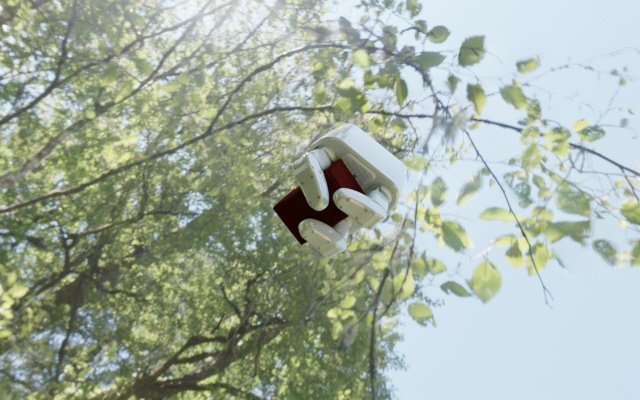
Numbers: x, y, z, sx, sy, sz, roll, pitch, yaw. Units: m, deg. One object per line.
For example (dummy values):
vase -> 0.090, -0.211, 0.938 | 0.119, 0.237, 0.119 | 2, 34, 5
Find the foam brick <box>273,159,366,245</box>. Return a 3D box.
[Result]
foam brick -> 0.000, 0.002, 0.515 | 0.078, 0.053, 0.051 | -32, 8, 24
